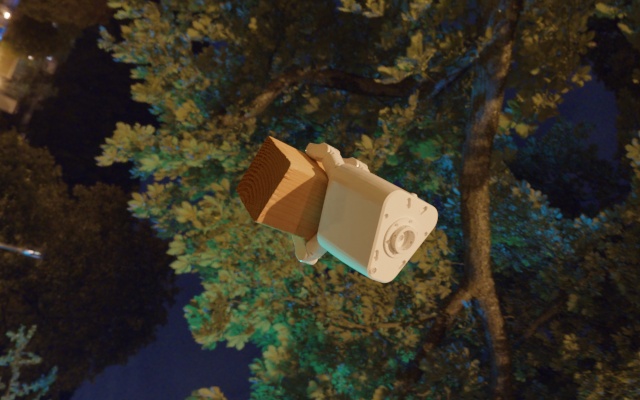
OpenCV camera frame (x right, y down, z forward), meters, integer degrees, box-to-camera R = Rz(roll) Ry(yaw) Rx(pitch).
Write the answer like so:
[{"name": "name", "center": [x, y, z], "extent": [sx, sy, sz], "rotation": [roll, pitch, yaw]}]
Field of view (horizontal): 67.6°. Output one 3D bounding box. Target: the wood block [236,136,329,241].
[{"name": "wood block", "center": [0.000, 0.003, 0.669], "extent": [0.206, 0.091, 0.090], "rotation": [23, 17, -37]}]
